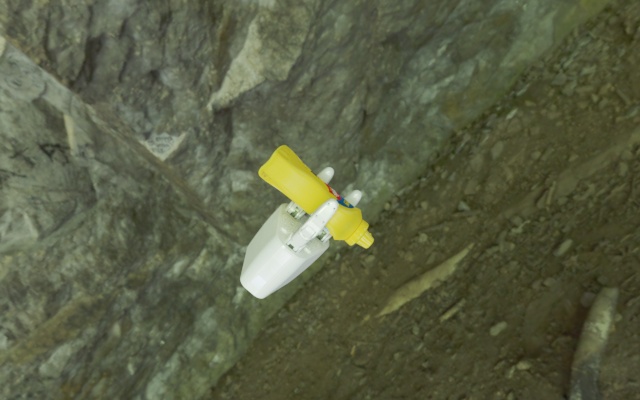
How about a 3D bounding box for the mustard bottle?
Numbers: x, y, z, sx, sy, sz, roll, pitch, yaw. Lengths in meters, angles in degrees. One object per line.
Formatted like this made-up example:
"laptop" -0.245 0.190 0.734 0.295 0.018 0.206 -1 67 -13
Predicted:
"mustard bottle" 0.000 0.002 0.693 0.191 0.058 0.096 41 3 -4
